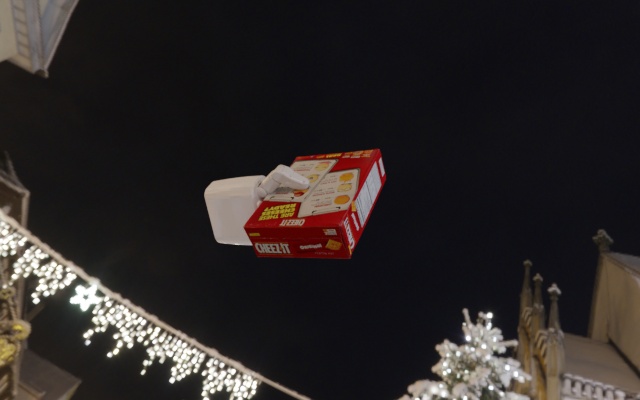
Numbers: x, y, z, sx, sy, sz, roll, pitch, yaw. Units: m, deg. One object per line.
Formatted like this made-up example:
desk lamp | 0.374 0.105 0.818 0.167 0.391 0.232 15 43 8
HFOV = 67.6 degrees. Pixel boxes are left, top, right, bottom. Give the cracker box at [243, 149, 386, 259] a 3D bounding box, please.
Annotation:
cracker box | 0.000 0.002 0.777 0.164 0.072 0.213 -3 34 27
